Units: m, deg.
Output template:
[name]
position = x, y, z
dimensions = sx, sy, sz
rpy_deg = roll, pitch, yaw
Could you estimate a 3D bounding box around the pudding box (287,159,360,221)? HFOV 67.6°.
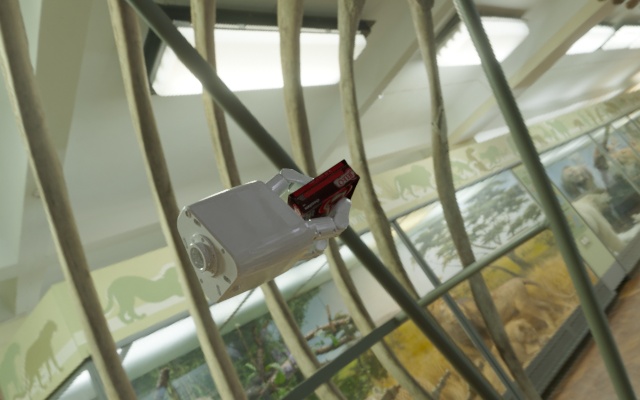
[pudding box]
position = 0.000, 0.002, 0.636
dimensions = 0.090, 0.039, 0.113
rpy_deg = -33, -12, -17
